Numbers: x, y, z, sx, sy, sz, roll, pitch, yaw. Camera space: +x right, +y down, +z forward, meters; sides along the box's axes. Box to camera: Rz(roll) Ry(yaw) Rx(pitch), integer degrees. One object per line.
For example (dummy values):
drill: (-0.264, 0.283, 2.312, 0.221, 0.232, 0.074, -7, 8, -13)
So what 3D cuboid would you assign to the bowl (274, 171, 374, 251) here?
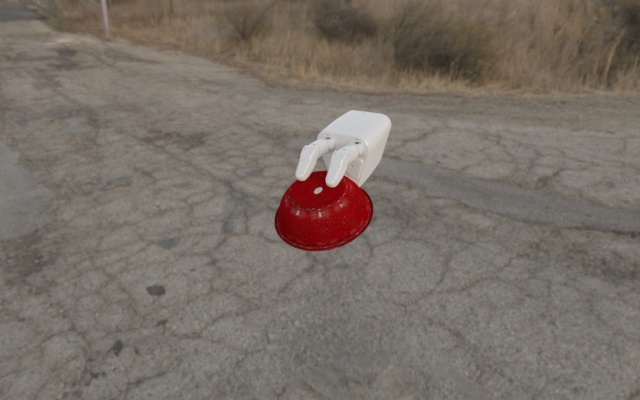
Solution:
bowl: (0.000, 0.003, 0.748, 0.162, 0.055, 0.162, -8, 42, 7)
